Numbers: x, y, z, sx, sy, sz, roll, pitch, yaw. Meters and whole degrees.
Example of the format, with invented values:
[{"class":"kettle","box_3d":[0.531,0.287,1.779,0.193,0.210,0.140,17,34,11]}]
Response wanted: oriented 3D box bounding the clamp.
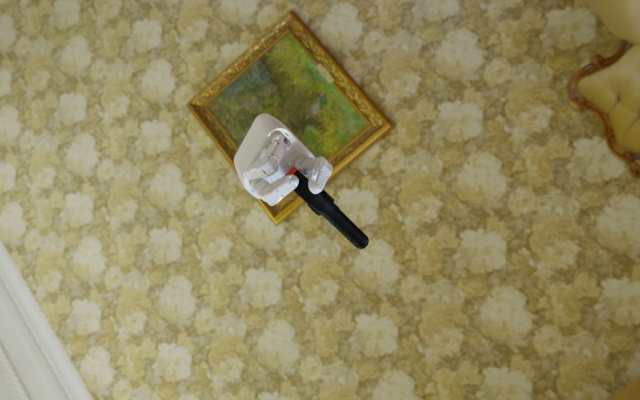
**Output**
[{"class":"clamp","box_3d":[0.000,0.003,0.746,0.171,0.039,0.120,45,-5,-29]}]
